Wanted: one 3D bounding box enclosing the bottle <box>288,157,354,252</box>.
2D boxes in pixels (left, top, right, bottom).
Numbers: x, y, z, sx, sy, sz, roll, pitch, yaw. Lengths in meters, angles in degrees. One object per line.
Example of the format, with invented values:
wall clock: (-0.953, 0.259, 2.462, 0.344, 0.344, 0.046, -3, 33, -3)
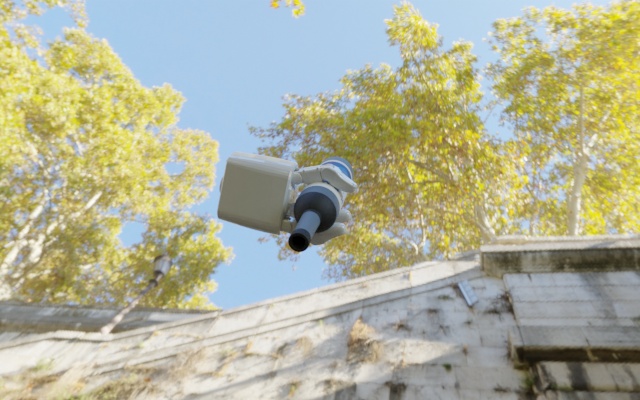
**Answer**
bottle: (0.000, 0.002, 0.742, 0.069, 0.069, 0.295, 0, 20, 12)
